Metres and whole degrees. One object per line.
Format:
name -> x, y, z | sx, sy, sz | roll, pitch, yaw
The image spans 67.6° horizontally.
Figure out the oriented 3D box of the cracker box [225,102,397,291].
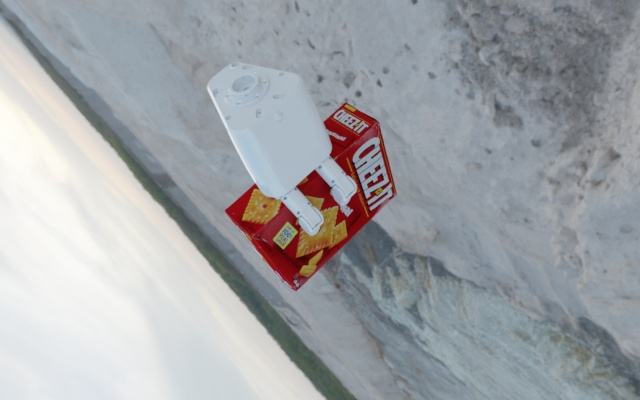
cracker box -> 0.000, 0.002, 0.642 | 0.072, 0.213, 0.164 | 39, -16, 35
